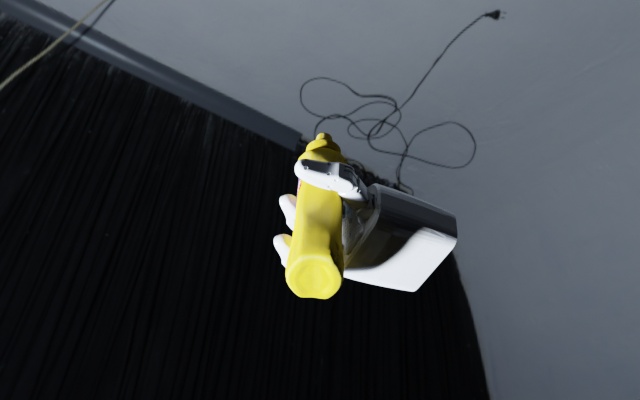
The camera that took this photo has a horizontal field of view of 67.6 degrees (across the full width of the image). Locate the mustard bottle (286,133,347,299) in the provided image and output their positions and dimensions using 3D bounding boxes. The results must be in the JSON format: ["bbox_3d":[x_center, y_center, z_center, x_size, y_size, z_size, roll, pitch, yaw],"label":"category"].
[{"bbox_3d":[0.000,0.002,0.521,0.058,0.191,0.096,3,-35,2],"label":"mustard bottle"}]
